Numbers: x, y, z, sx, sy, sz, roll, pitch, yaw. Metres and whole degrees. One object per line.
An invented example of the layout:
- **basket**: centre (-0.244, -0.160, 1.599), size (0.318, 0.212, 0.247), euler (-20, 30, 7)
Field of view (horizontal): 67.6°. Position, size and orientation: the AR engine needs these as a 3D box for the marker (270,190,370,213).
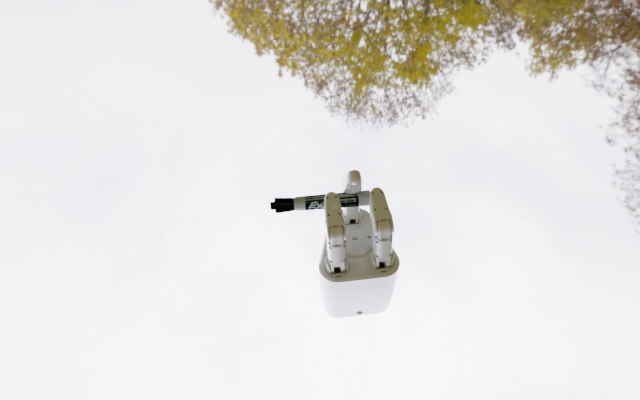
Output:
- **marker**: centre (0.000, 0.002, 0.576), size (0.121, 0.020, 0.020), euler (-5, 0, -3)
